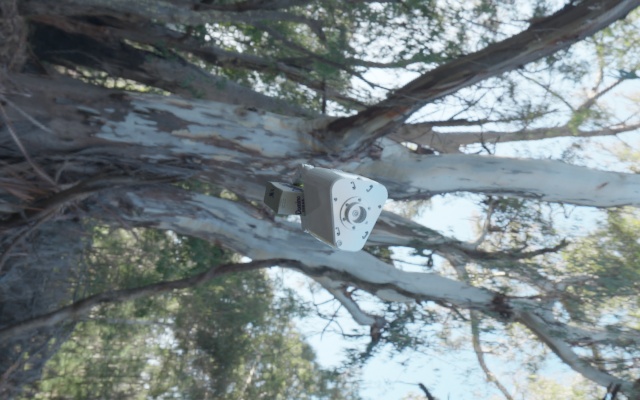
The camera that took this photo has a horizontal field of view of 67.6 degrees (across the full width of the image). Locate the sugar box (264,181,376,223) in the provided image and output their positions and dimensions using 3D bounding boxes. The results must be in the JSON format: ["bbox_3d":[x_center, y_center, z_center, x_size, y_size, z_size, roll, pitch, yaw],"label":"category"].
[{"bbox_3d":[0.000,0.002,0.815,0.176,0.048,0.093,9,8,-22],"label":"sugar box"}]
